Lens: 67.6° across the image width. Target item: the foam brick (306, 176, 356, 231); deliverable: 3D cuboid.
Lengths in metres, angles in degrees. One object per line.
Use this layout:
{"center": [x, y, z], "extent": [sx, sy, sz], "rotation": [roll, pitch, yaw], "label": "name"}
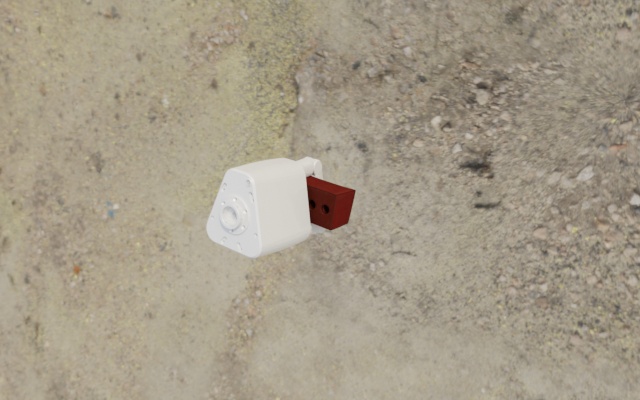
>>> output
{"center": [0.000, 0.002, 0.670], "extent": [0.078, 0.053, 0.051], "rotation": [19, 18, 28], "label": "foam brick"}
